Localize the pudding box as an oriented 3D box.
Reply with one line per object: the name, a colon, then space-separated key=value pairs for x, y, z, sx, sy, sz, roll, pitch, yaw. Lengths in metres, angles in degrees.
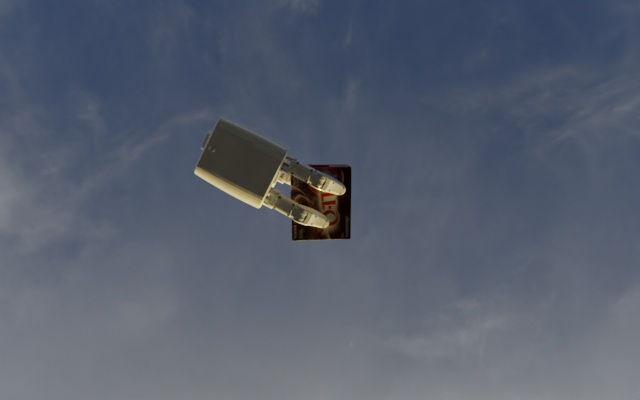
pudding box: x=0.000 y=0.002 z=0.720 sx=0.090 sy=0.113 sz=0.039 roll=-1 pitch=13 yaw=-4
